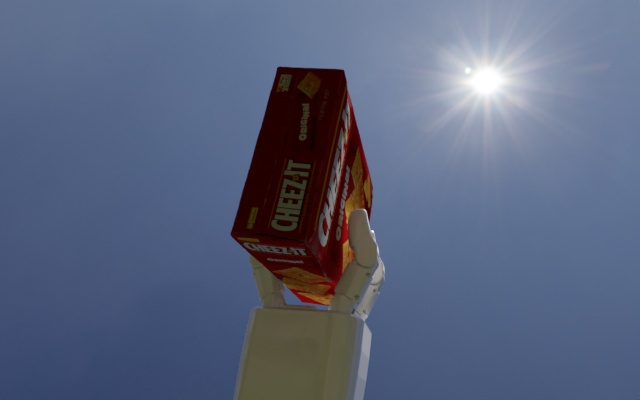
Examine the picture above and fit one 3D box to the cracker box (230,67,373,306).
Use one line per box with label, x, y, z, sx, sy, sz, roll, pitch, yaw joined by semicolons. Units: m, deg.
cracker box;0.000;0.002;0.475;0.072;0.164;0.214;5;-24;15
